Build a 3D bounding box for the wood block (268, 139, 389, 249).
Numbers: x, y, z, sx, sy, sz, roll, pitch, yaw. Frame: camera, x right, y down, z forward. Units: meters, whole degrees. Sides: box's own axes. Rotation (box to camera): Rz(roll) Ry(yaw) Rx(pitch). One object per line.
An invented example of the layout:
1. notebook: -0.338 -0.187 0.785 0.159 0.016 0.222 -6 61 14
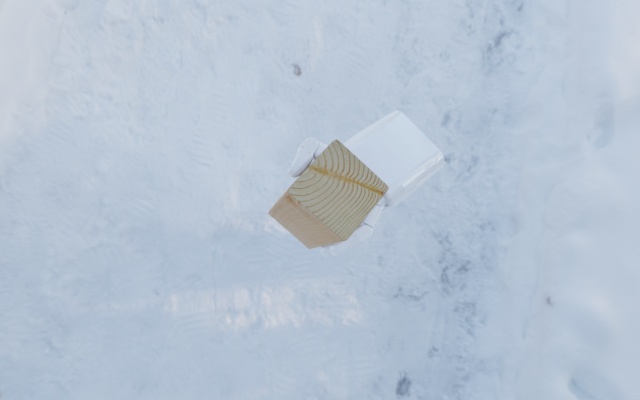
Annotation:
1. wood block: 0.000 0.002 0.653 0.091 0.090 0.206 42 -15 -4
